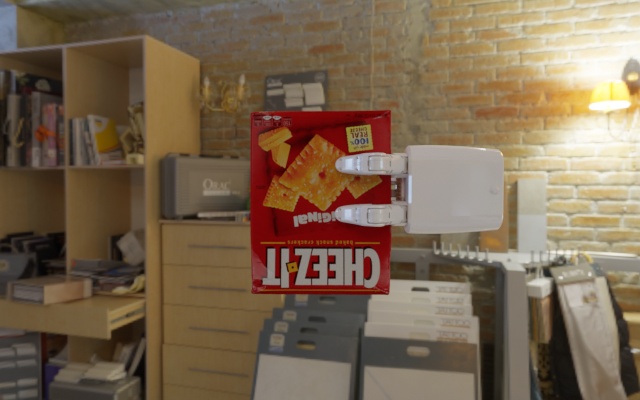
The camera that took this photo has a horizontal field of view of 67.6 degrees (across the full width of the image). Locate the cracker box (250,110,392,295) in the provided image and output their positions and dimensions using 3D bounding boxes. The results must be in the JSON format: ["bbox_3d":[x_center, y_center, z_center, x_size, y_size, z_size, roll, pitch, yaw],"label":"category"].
[{"bbox_3d":[0.000,0.002,0.570,0.164,0.213,0.072,0,2,1],"label":"cracker box"}]
